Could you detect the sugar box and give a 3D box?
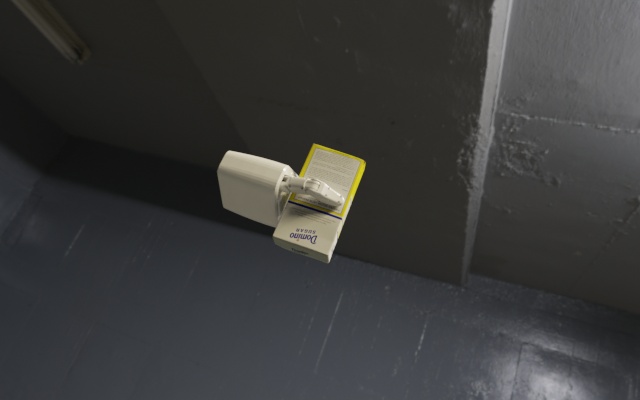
[{"bbox_3d":[0.000,0.003,0.759,0.093,0.176,0.048,19,-22,10],"label":"sugar box"}]
